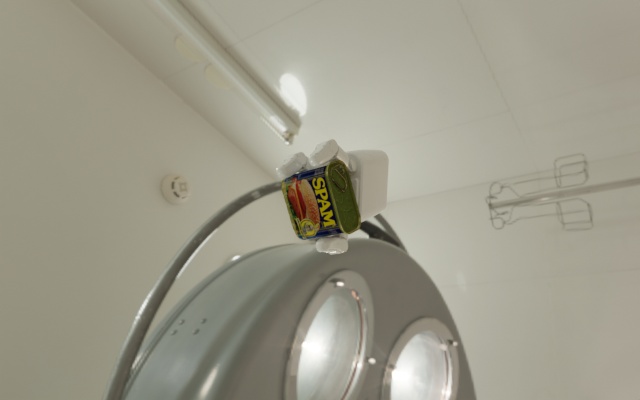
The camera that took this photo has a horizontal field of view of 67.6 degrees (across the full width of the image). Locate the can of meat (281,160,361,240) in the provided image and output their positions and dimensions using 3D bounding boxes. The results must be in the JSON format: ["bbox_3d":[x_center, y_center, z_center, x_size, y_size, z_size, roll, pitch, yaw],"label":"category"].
[{"bbox_3d":[0.000,0.002,0.677,0.084,0.102,0.057,-13,5,34],"label":"can of meat"}]
